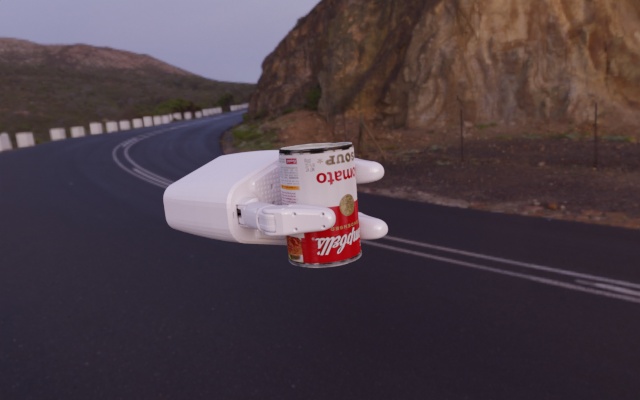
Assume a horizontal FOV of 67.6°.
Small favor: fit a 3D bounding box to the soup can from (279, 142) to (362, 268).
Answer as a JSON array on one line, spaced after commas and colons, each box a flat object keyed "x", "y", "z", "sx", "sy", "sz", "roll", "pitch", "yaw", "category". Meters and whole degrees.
[{"x": 0.000, "y": 0.001, "z": 0.429, "sx": 0.068, "sy": 0.102, "sz": 0.068, "roll": -5, "pitch": 10, "yaw": 1, "category": "soup can"}]
